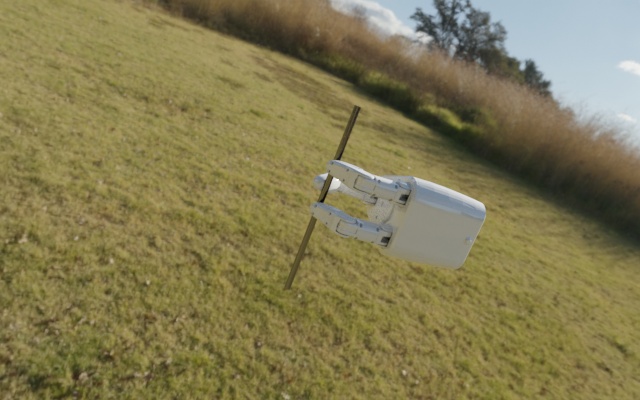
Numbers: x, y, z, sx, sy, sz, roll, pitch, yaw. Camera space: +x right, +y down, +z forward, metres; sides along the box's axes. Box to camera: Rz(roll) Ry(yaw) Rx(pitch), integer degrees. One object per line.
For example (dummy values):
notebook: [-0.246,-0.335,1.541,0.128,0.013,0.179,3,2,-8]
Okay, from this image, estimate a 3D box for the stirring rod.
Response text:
stirring rod: [0.000,0.002,0.571,0.011,0.239,0.011,20,15,-6]
